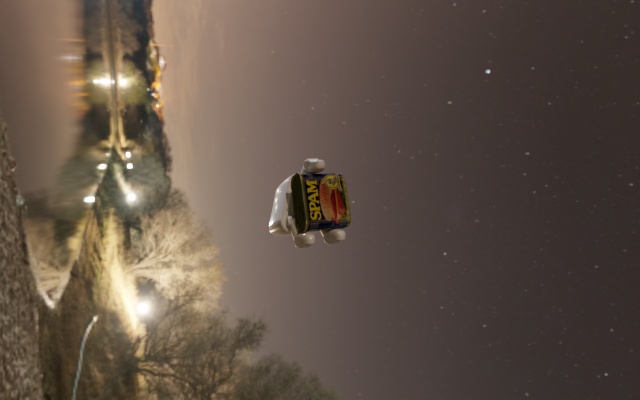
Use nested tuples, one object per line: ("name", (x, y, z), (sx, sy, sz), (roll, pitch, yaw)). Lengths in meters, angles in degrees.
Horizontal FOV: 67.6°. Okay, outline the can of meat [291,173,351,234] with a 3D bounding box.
("can of meat", (0.000, 0.003, 0.825), (0.084, 0.102, 0.057), (-3, -11, -22))
